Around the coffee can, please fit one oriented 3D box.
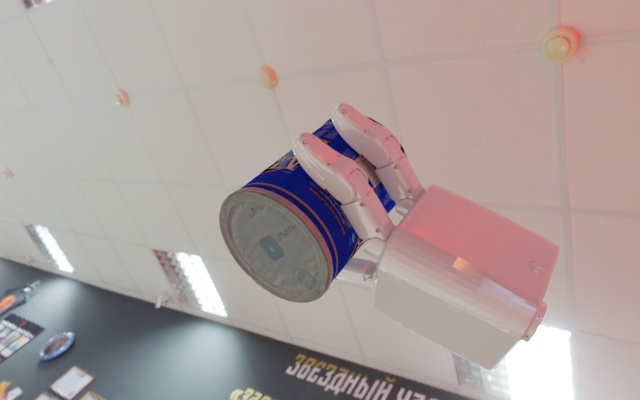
[{"bbox_3d":[0.000,0.001,0.403,0.103,0.103,0.140,0,31,39],"label":"coffee can"}]
